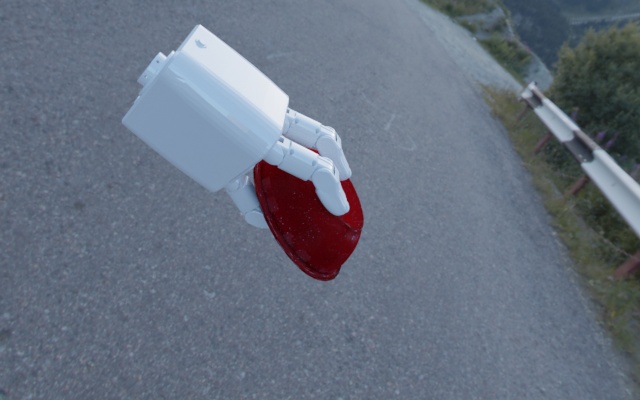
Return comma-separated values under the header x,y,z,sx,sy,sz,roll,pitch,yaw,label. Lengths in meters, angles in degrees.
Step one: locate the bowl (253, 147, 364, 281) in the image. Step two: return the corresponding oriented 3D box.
x,y,z,sx,sy,sz,roll,pitch,yaw,label
0.001,0.002,0.514,0.055,0.162,0.162,-27,-11,22,bowl
